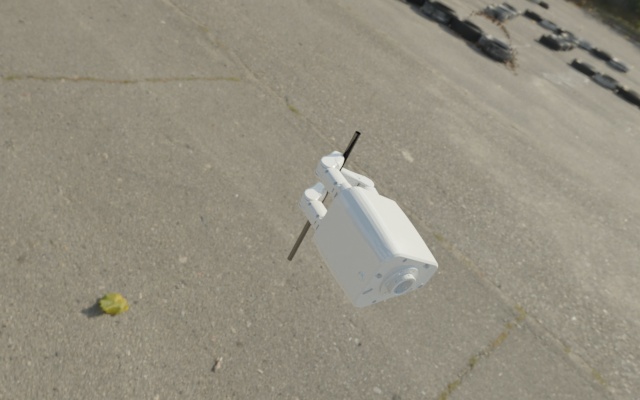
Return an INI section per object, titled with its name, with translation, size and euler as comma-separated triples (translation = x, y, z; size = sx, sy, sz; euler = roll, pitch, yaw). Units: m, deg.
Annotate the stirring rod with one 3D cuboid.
[stirring rod]
translation = 0.000, 0.002, 0.675
size = 0.011, 0.240, 0.011
euler = 19, 34, -14
